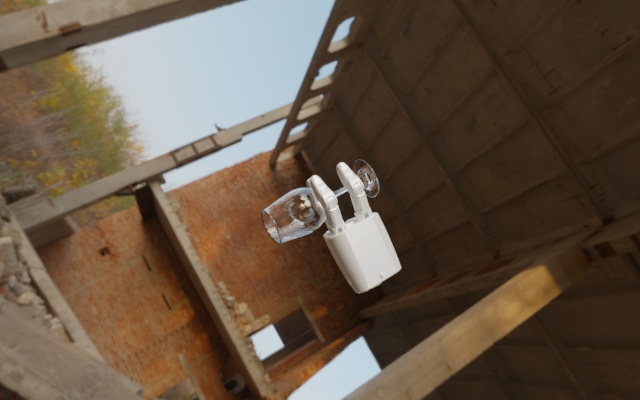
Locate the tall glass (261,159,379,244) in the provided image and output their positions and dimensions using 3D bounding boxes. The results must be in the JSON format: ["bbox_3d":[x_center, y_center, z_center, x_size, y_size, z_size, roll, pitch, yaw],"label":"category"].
[{"bbox_3d":[0.001,0.002,0.820,0.201,0.079,0.079,-27,11,-22],"label":"tall glass"}]
